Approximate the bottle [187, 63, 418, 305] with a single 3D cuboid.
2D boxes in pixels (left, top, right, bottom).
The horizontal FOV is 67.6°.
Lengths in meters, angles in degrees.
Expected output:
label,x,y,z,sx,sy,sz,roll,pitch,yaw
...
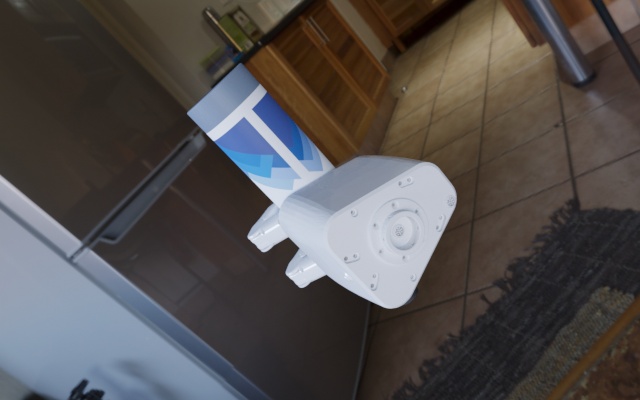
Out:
label,x,y,z,sx,sy,sz,roll,pitch,yaw
bottle,0.000,0.001,0.473,0.296,0.069,0.069,47,-19,-19
